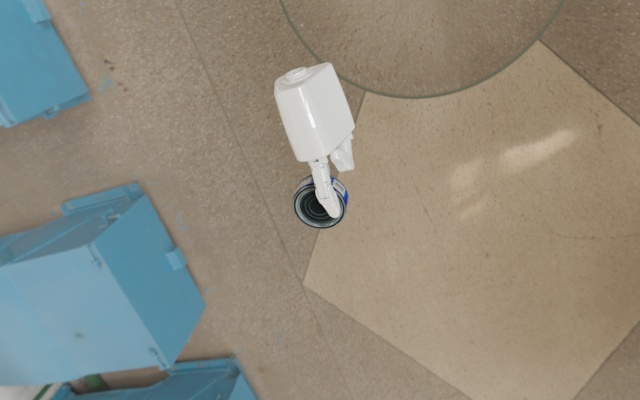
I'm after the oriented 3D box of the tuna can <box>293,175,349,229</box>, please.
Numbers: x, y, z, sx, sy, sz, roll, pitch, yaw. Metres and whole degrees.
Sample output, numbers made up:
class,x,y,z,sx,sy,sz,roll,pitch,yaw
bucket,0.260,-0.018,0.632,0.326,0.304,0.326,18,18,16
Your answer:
class,x,y,z,sx,sy,sz,roll,pitch,yaw
tuna can,0.000,0.003,0.747,0.086,0.086,0.033,0,33,10
